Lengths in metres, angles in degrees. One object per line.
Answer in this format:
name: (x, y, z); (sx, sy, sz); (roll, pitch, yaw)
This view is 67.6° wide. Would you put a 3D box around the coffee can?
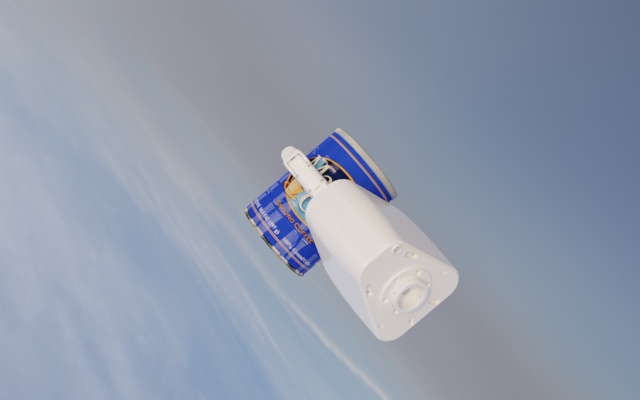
coffee can: (0.000, 0.002, 0.541); (0.140, 0.103, 0.103); (-40, -1, 1)
